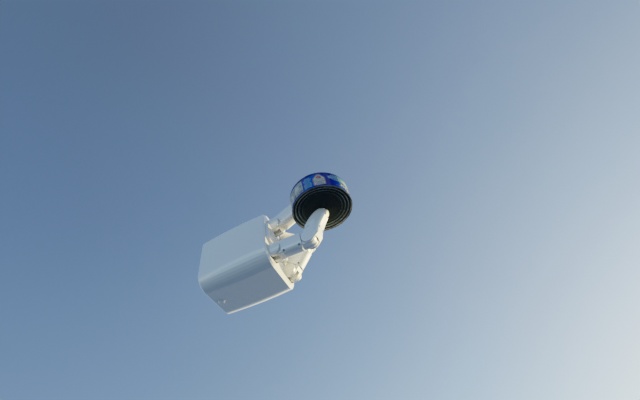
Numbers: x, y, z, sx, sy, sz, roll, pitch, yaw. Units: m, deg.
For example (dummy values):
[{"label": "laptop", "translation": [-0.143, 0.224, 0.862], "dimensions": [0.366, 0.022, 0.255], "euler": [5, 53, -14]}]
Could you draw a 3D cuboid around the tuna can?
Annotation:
[{"label": "tuna can", "translation": [0.000, 0.002, 0.677], "dimensions": [0.086, 0.086, 0.033], "euler": [0, 41, -14]}]
